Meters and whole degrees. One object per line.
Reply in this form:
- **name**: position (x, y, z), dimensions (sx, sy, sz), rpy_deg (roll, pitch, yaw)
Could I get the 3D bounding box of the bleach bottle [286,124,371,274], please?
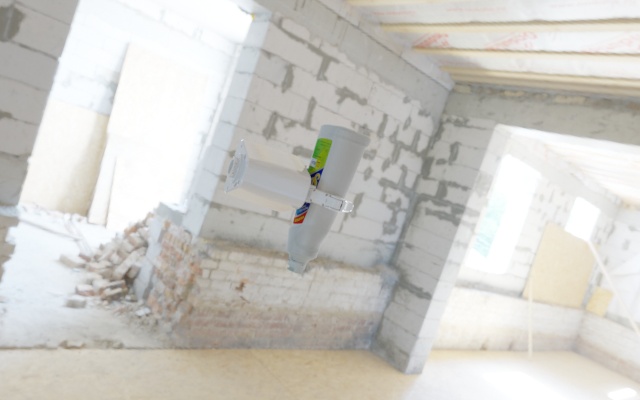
- **bleach bottle**: position (0.000, 0.003, 0.794), dimensions (0.068, 0.251, 0.102), rpy_deg (17, 4, -24)
